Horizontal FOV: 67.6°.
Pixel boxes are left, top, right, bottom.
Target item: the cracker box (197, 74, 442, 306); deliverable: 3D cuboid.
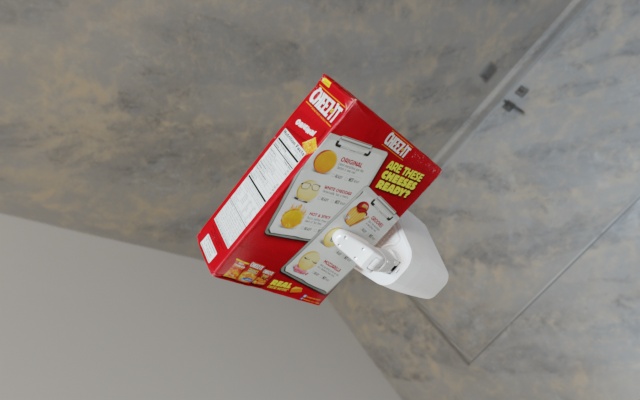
[{"bbox_3d":[0.000,0.002,0.503,0.164,0.214,0.072,28,17,-45],"label":"cracker box"}]
